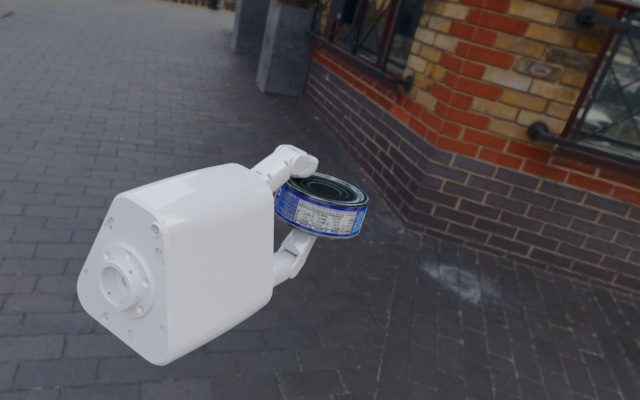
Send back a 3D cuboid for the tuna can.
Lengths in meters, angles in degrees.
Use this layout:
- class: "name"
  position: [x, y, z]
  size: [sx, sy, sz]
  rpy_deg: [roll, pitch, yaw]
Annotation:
- class: "tuna can"
  position: [0.000, 0.001, 0.438]
  size: [0.086, 0.034, 0.086]
  rpy_deg: [15, 19, -5]
